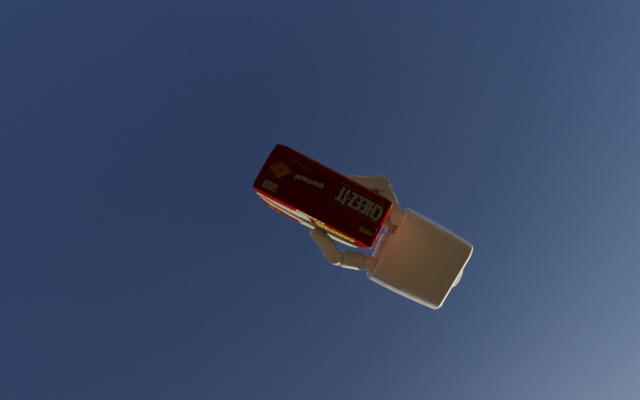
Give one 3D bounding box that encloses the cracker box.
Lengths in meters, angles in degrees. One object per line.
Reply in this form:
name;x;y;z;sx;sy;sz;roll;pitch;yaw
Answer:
cracker box;0.000;0.002;0.679;0.164;0.072;0.214;27;-6;0
